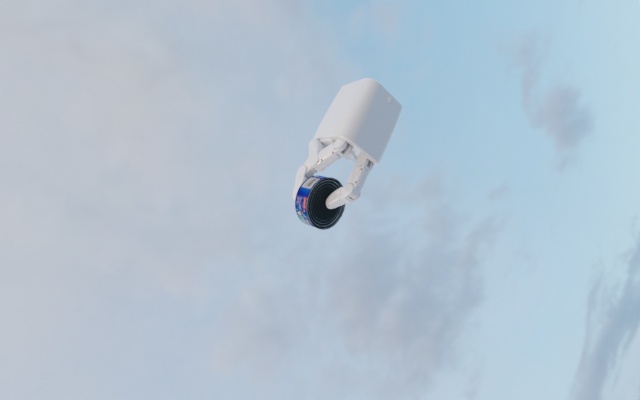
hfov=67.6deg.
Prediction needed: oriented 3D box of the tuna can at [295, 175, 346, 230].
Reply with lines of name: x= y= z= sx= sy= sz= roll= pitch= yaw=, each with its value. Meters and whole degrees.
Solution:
tuna can: x=0.000 y=0.003 z=0.778 sx=0.086 sy=0.086 sz=0.033 roll=0 pitch=10 yaw=-43
